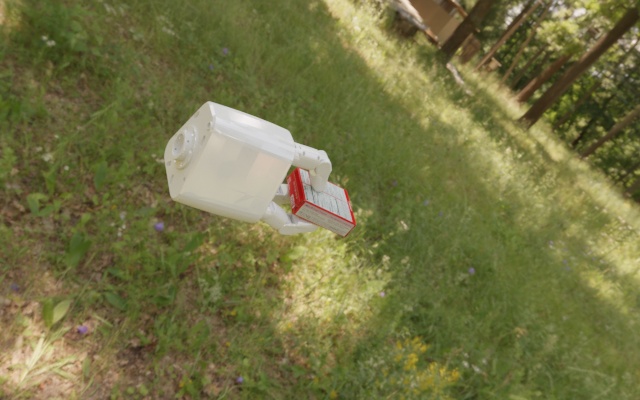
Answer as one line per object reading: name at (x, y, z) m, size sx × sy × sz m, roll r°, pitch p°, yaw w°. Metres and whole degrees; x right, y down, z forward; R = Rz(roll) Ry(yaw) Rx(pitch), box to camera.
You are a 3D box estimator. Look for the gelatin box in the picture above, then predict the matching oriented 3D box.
gelatin box at (0.001, 0.002, 0.638) m, size 0.089 × 0.030 × 0.073 m, roll 25°, pitch 31°, yaw -28°
